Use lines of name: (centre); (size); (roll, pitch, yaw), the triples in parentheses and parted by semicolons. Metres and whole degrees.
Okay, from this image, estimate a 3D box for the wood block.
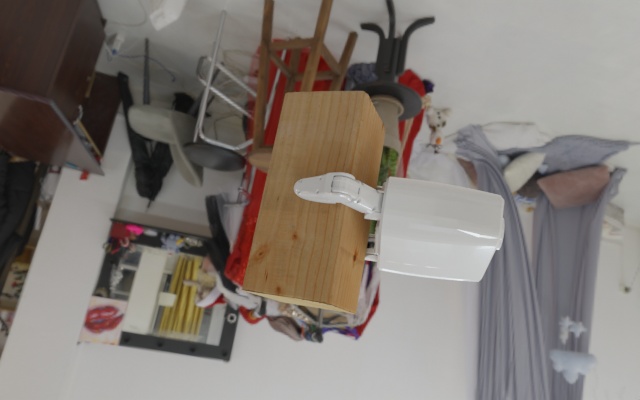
wood block: (0.000, 0.002, 0.488); (0.090, 0.206, 0.091); (4, -16, 23)
